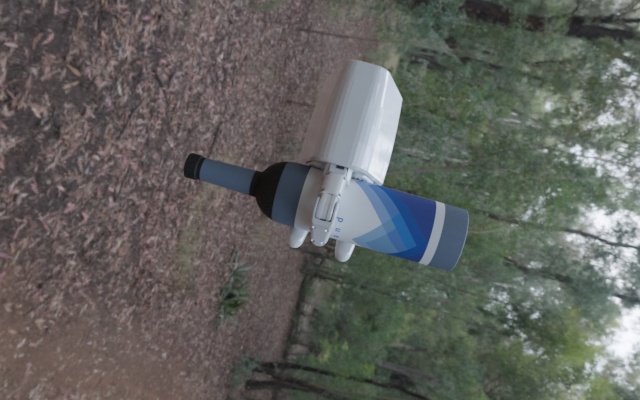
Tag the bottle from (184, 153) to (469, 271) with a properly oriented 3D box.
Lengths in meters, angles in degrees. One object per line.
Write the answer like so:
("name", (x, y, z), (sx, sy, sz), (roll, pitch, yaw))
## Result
("bottle", (0.000, 0.002, 0.503), (0.296, 0.069, 0.069), (16, 1, 4))
